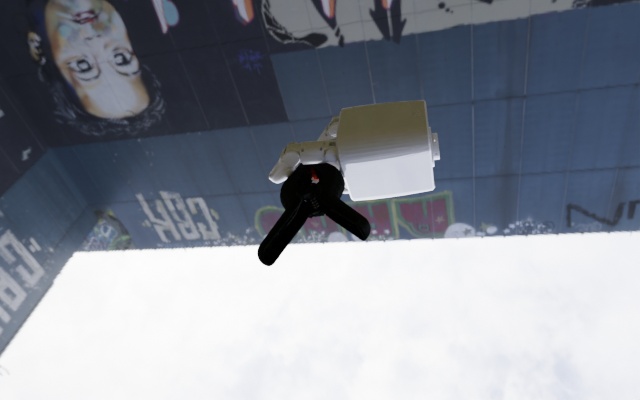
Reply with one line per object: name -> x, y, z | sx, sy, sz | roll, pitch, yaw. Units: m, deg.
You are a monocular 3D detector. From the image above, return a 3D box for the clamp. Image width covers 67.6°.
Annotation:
clamp -> 0.000, 0.002, 0.540 | 0.120, 0.039, 0.171 | -6, 39, 13
